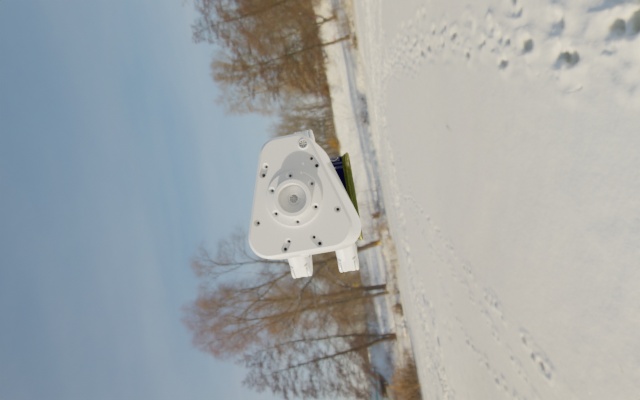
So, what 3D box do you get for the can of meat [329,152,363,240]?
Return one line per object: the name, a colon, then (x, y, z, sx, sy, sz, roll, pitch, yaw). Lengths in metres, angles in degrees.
can of meat: (0.000, 0.002, 0.559, 0.084, 0.102, 0.057, -10, -1, 6)
